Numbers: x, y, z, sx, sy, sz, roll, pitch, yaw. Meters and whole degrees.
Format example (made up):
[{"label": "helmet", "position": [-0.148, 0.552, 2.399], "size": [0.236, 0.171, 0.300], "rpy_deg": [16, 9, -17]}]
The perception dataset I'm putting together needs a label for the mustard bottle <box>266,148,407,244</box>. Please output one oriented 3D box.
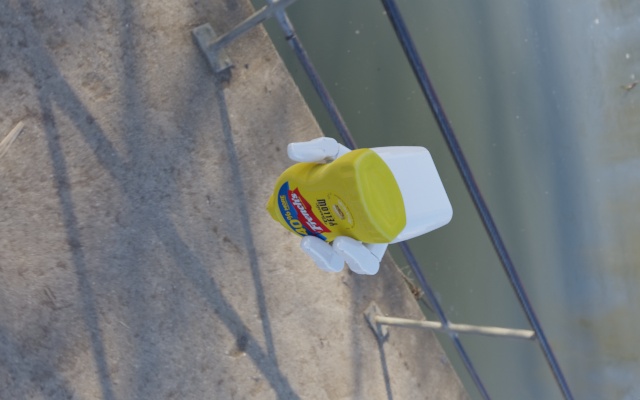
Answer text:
[{"label": "mustard bottle", "position": [0.000, 0.002, 0.535], "size": [0.191, 0.096, 0.058], "rpy_deg": [-6, 29, 50]}]
